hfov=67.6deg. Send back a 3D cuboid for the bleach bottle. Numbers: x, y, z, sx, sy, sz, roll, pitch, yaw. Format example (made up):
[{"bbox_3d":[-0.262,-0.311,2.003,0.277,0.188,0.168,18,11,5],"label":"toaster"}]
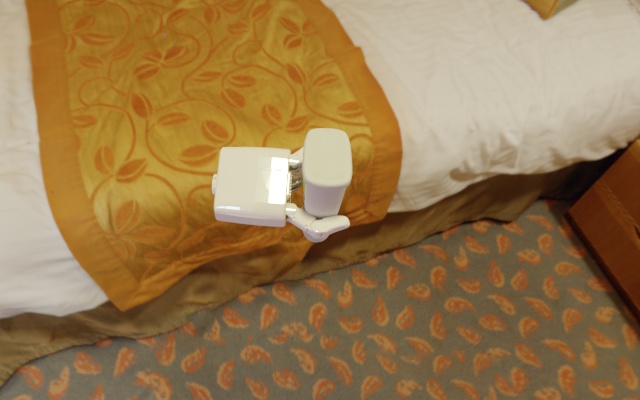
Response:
[{"bbox_3d":[0.000,0.002,0.751,0.068,0.102,0.251,3,-32,-4],"label":"bleach bottle"}]
